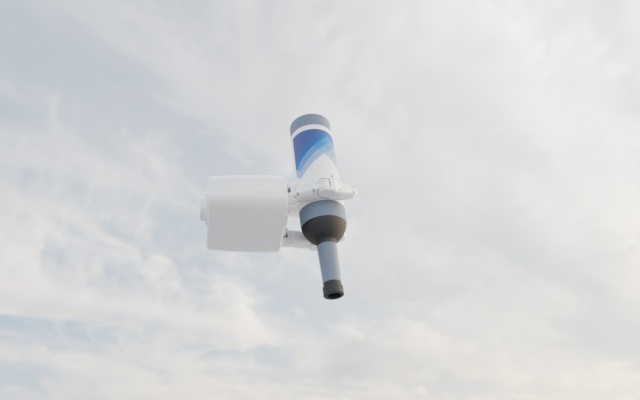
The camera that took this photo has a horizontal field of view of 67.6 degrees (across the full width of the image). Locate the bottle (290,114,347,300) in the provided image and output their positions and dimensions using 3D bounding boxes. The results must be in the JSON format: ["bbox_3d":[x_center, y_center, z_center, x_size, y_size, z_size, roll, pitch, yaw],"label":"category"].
[{"bbox_3d":[0.000,0.002,0.698,0.069,0.295,0.069,-6,-34,-4],"label":"bottle"}]
